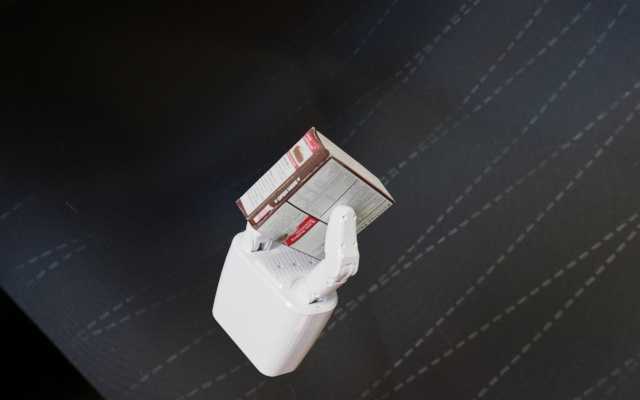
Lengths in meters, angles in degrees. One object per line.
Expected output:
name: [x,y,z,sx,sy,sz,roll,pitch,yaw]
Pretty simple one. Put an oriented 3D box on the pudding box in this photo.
pudding box: [0.000,0.001,0.410,0.090,0.039,0.113,-43,-37,13]
